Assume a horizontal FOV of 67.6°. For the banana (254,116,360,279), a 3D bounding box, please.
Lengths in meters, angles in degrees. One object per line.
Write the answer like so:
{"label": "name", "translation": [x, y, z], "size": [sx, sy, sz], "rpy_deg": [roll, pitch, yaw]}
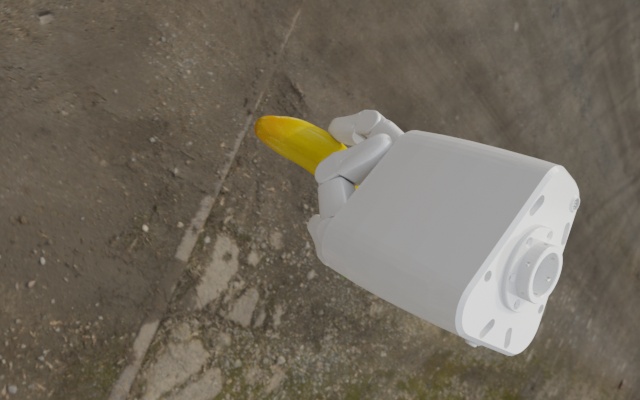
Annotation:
{"label": "banana", "translation": [0.014, -0.008, 0.428], "size": [0.069, 0.198, 0.037], "rpy_deg": [-43, 37, -18]}
